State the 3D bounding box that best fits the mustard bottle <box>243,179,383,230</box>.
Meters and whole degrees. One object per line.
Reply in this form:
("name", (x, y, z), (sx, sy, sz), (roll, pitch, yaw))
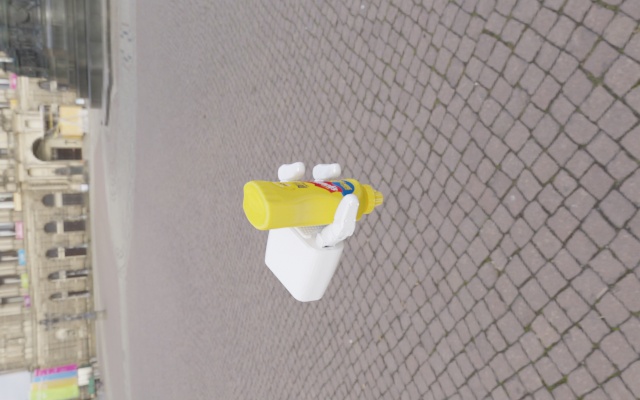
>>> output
("mustard bottle", (0.000, 0.002, 0.642), (0.191, 0.058, 0.096), (-3, 15, -27))
